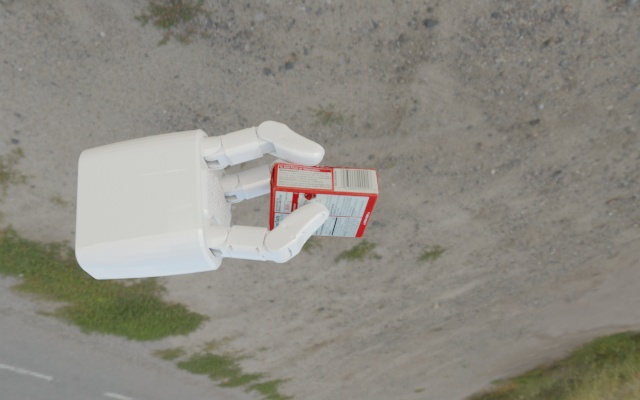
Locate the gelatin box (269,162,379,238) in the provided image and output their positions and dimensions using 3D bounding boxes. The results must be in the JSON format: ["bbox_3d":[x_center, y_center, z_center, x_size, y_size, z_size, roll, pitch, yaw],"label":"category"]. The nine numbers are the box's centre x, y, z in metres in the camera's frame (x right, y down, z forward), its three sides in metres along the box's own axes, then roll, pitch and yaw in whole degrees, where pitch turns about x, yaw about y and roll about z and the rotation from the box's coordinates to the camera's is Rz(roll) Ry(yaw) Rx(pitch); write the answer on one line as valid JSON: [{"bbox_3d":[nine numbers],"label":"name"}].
[{"bbox_3d":[0.000,0.002,0.417,0.089,0.030,0.073,3,-34,-5],"label":"gelatin box"}]
